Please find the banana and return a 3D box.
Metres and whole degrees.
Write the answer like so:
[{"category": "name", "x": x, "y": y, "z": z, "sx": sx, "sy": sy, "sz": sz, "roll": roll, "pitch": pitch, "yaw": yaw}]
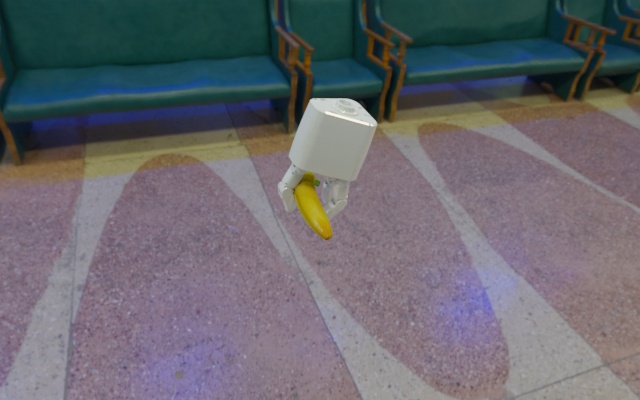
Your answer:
[{"category": "banana", "x": -0.015, "y": -0.008, "z": 0.812, "sx": 0.070, "sy": 0.037, "sz": 0.197, "roll": 29, "pitch": 24, "yaw": -20}]
